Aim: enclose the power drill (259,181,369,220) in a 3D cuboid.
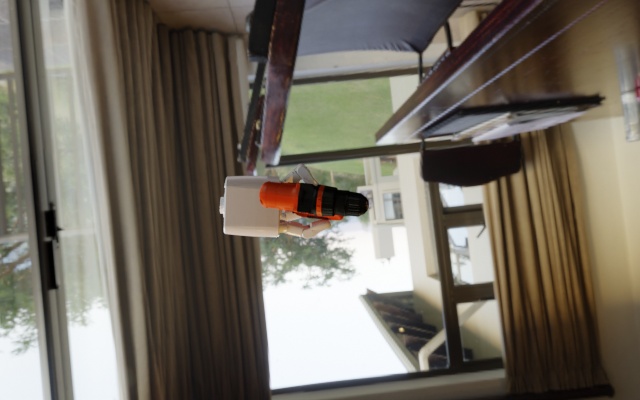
[{"bbox_3d":[0.000,0.003,0.860,0.184,0.057,0.187,8,-4,10],"label":"power drill"}]
